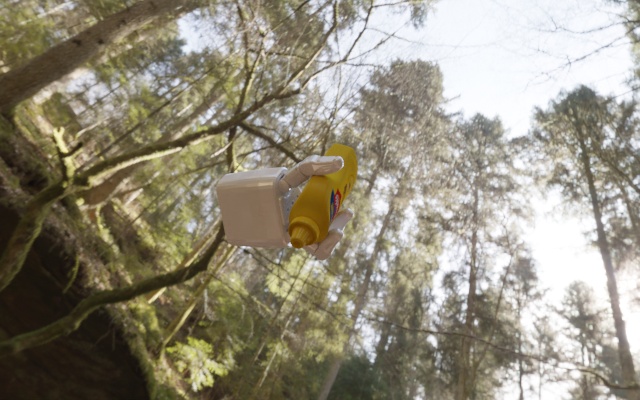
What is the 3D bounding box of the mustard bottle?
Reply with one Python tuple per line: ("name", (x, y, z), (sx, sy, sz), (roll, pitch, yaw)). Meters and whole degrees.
("mustard bottle", (0.001, 0.002, 0.680), (0.058, 0.096, 0.191), (19, 39, 10))
